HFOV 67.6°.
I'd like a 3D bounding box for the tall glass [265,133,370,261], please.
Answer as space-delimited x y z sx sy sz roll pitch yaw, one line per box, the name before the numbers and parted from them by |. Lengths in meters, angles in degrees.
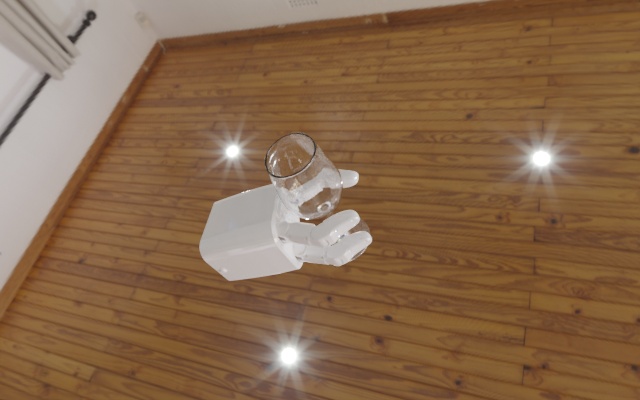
tall glass | 0.000 0.002 0.601 0.079 0.079 0.201 0 -32 23
